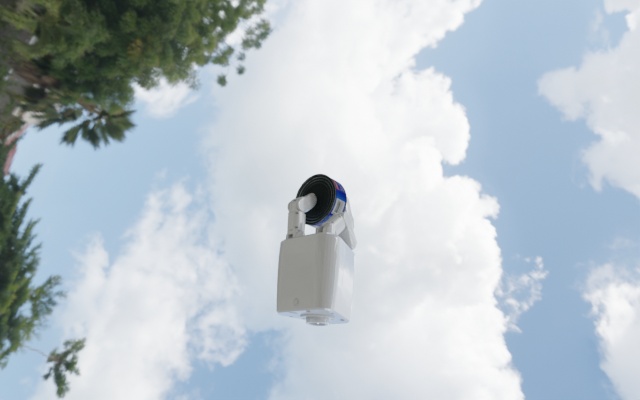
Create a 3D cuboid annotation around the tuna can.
[{"bbox_3d":[0.000,0.003,0.770,0.086,0.086,0.034,0,-18,42],"label":"tuna can"}]
